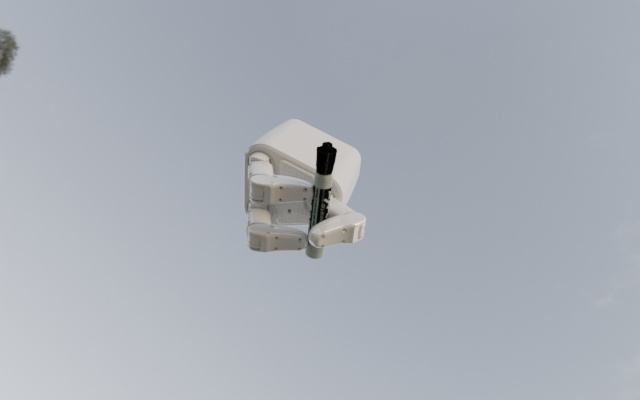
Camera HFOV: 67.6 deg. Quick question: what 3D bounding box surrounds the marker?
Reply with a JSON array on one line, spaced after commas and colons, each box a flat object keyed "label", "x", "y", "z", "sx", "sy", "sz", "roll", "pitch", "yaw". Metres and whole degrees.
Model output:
[{"label": "marker", "x": 0.000, "y": 0.002, "z": 0.455, "sx": 0.020, "sy": 0.121, "sz": 0.020, "roll": 5, "pitch": 29, "yaw": -3}]
